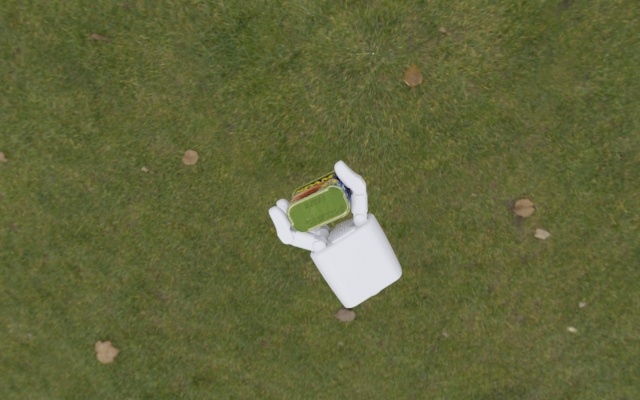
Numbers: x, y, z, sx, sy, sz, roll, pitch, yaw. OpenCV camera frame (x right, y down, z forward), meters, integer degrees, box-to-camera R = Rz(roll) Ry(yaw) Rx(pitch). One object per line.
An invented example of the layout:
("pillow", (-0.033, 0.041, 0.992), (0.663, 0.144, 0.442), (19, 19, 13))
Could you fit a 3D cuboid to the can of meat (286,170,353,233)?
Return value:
("can of meat", (0.000, 0.002, 0.746), (0.102, 0.057, 0.084), (-25, 13, 13))
